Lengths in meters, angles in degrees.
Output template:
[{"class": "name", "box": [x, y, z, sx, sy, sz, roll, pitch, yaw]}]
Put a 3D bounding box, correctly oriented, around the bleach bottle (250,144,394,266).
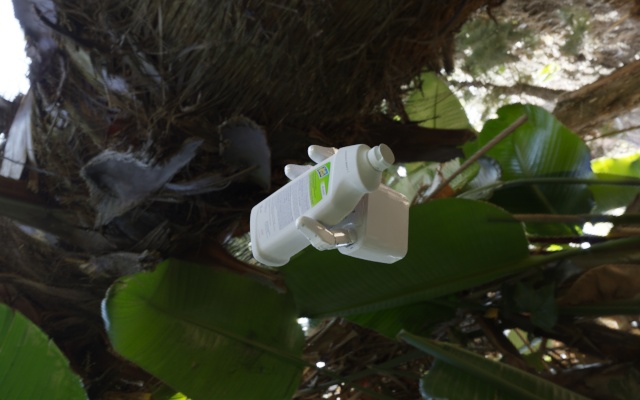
[{"class": "bleach bottle", "box": [0.000, 0.002, 0.668, 0.068, 0.102, 0.251, 18, -37, -40]}]
